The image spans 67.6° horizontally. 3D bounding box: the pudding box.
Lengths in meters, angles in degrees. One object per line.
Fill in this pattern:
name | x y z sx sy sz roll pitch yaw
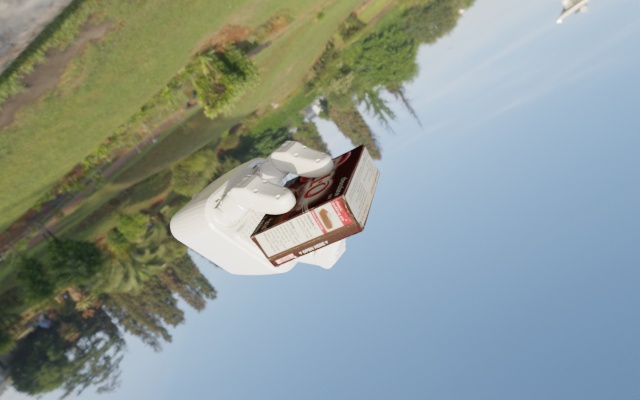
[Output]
pudding box | 0.000 0.002 0.416 0.090 0.039 0.113 -26 20 24
